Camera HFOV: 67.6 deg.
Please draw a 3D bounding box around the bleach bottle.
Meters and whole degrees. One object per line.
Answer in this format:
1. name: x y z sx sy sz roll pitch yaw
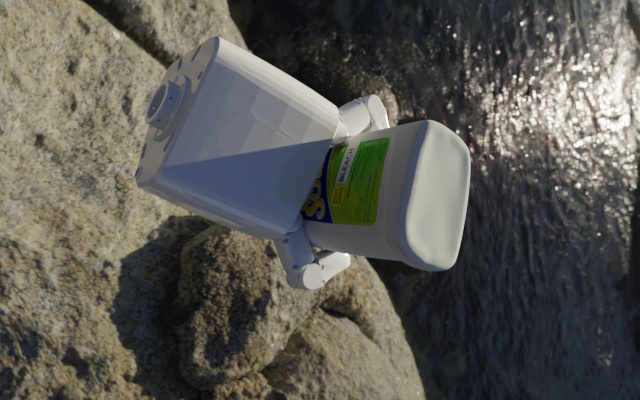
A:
1. bleach bottle: 0.000 0.001 0.410 0.068 0.102 0.251 24 -18 -36
